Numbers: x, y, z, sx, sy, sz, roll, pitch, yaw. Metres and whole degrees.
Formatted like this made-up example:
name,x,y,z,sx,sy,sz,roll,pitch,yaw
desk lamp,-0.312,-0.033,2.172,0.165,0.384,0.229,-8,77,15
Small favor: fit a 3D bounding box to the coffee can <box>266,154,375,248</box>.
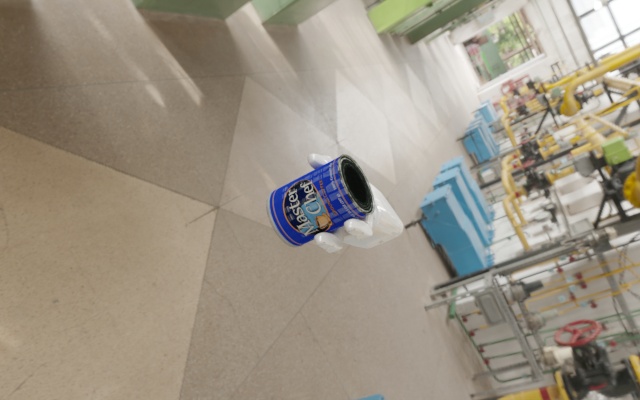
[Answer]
name,x,y,z,sx,sy,sz,roll,pitch,yaw
coffee can,0.000,0.002,0.757,0.140,0.103,0.103,-26,-12,25
